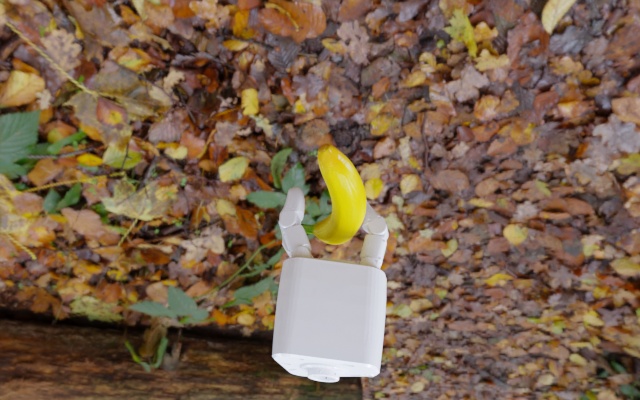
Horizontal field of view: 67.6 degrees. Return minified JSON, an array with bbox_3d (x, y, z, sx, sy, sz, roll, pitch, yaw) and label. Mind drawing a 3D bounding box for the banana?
[{"bbox_3d":[0.018,0.007,0.537,0.069,0.037,0.198,12,-30,-3],"label":"banana"}]
